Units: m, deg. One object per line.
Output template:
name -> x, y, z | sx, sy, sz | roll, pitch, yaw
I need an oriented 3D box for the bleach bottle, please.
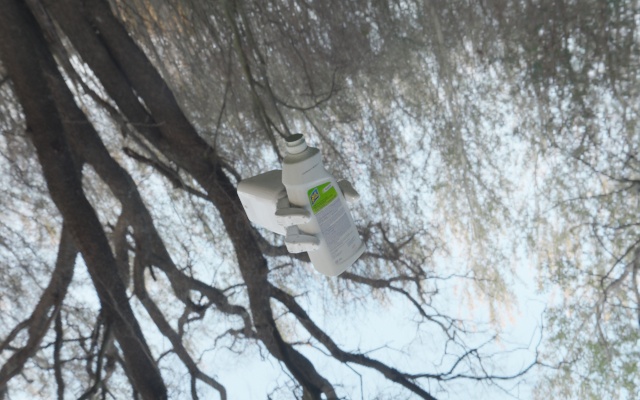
bleach bottle -> 0.000, 0.003, 0.786 | 0.068, 0.251, 0.102 | 15, 44, 42
